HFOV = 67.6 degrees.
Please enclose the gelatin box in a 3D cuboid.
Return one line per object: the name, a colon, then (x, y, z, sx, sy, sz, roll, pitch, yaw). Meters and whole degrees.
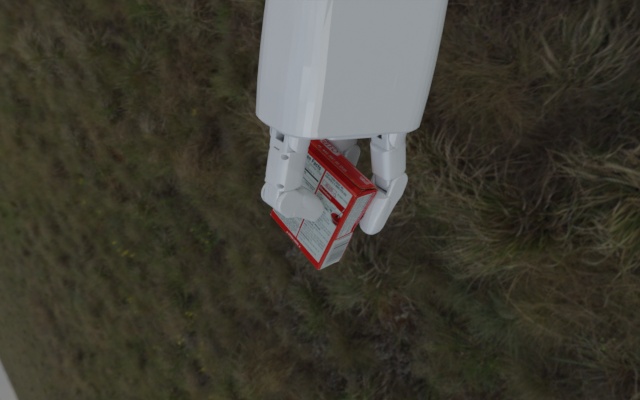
gelatin box: (0.000, 0.002, 0.402, 0.030, 0.089, 0.073, -16, 52, -42)
